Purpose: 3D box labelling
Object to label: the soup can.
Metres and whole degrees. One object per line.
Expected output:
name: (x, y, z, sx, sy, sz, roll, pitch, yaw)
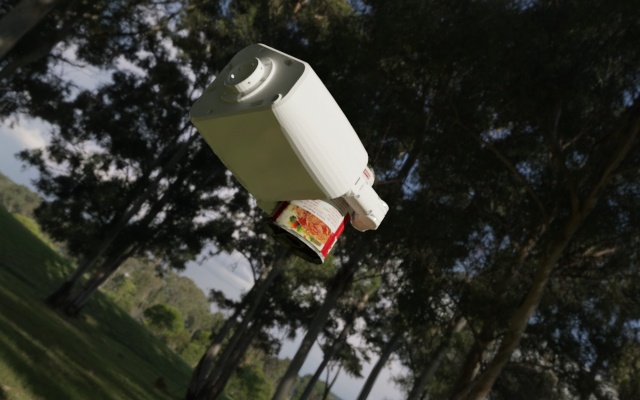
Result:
soup can: (0.001, 0.002, 0.467, 0.068, 0.102, 0.068, 30, -19, 12)
